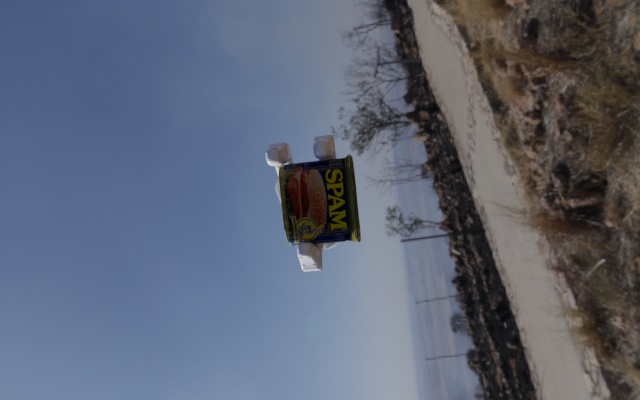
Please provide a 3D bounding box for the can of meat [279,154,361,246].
[{"bbox_3d":[0.000,0.002,0.562,0.084,0.102,0.057,-6,-1,9],"label":"can of meat"}]
